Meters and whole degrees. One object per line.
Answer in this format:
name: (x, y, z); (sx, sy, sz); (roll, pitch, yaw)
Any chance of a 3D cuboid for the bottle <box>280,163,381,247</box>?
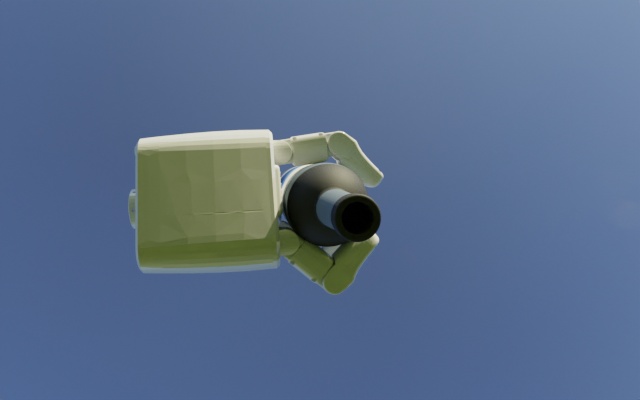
bottle: (0.000, 0.001, 0.413); (0.069, 0.069, 0.295); (0, 3, -8)
